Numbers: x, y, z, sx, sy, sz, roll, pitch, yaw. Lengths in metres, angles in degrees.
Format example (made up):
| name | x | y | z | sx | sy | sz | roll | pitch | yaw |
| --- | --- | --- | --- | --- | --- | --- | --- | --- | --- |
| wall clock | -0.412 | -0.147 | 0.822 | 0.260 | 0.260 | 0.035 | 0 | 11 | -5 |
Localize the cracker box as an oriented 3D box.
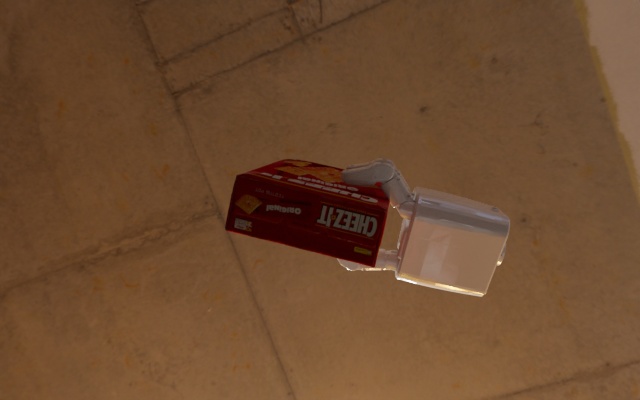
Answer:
| name | x | y | z | sx | sy | sz | roll | pitch | yaw |
| --- | --- | --- | --- | --- | --- | --- | --- | --- | --- |
| cracker box | 0.000 | 0.002 | 0.589 | 0.164 | 0.072 | 0.213 | 13 | 11 | 7 |
